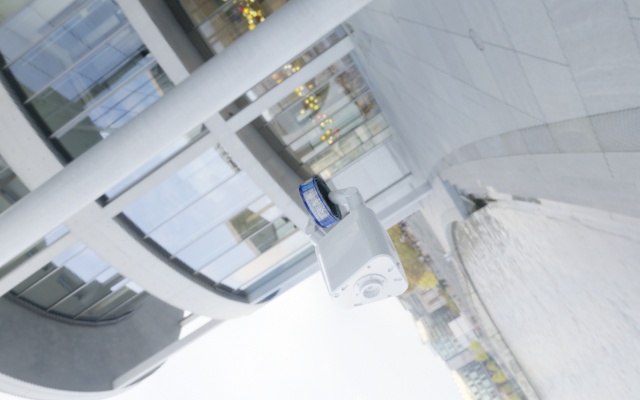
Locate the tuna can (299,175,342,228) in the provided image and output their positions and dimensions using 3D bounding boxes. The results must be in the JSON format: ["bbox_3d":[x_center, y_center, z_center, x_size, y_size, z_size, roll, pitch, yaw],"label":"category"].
[{"bbox_3d":[0.000,0.003,0.791,0.034,0.086,0.086,-30,-7,13],"label":"tuna can"}]
